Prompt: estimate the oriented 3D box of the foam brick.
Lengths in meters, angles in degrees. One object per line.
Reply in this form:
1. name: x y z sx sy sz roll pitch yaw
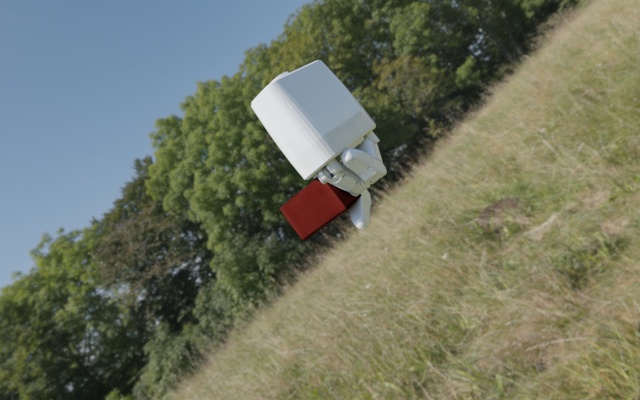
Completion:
1. foam brick: 0.000 0.002 0.581 0.078 0.051 0.053 -38 2 30
